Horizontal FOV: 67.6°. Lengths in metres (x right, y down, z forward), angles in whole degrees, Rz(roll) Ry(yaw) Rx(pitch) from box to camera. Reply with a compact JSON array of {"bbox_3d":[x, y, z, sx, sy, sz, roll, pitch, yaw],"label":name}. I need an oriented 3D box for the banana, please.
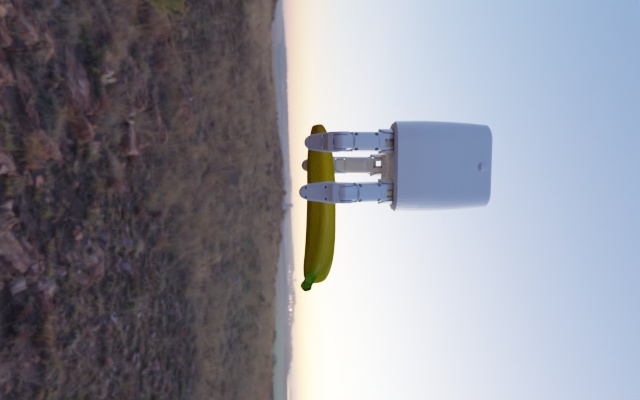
[{"bbox_3d":[0.000,0.011,0.558,0.037,0.197,0.070,1,-19,1],"label":"banana"}]
